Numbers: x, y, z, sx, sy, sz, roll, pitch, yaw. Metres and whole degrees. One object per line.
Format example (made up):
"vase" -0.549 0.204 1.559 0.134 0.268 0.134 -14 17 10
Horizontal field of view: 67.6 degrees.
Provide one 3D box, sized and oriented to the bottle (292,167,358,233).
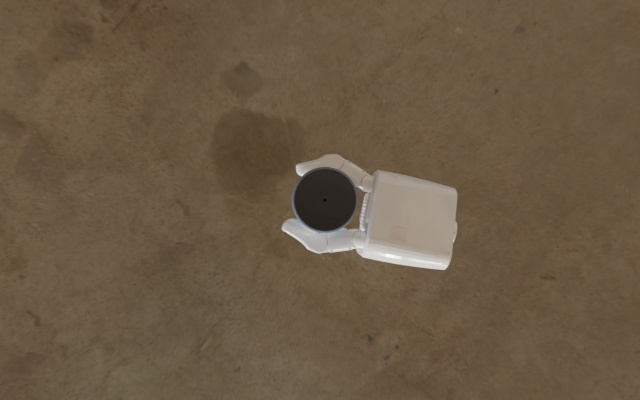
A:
"bottle" 0.000 0.002 0.621 0.069 0.069 0.296 0 -1 -2
